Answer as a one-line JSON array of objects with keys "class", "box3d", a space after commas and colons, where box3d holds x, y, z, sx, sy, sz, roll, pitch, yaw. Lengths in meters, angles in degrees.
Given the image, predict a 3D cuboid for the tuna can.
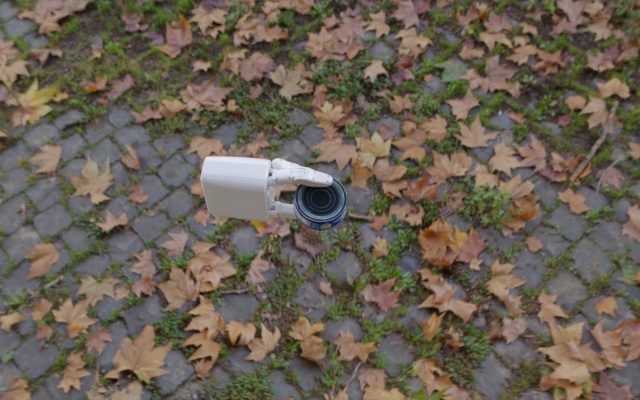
[{"class": "tuna can", "box3d": [0.000, 0.002, 0.761, 0.086, 0.086, 0.034, 0, -25, -3]}]
